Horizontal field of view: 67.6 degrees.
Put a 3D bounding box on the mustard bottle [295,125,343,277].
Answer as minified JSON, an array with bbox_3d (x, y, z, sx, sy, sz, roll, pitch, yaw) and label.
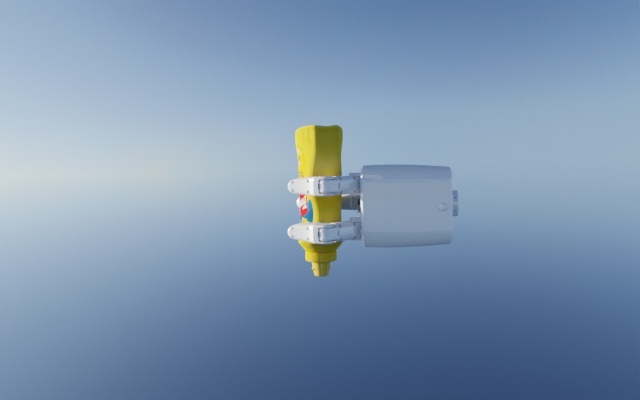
[{"bbox_3d":[0.000,0.002,0.615,0.058,0.191,0.096,-3,4,-14],"label":"mustard bottle"}]
